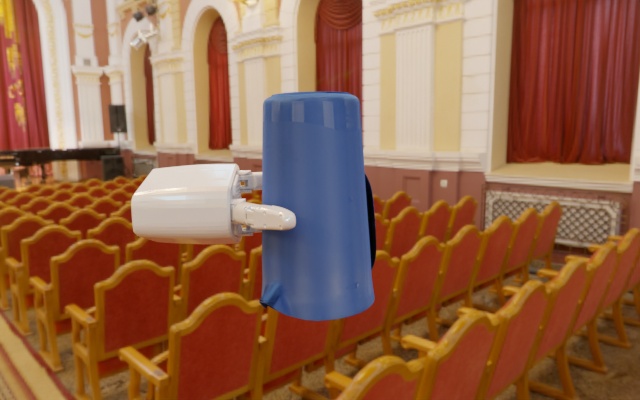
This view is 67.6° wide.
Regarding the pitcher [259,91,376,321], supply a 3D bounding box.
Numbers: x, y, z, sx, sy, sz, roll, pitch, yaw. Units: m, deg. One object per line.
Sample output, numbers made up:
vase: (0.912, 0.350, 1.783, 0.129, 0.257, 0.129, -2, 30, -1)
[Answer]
pitcher: (0.000, 0.002, 0.553, 0.145, 0.243, 0.149, -2, 8, -1)
